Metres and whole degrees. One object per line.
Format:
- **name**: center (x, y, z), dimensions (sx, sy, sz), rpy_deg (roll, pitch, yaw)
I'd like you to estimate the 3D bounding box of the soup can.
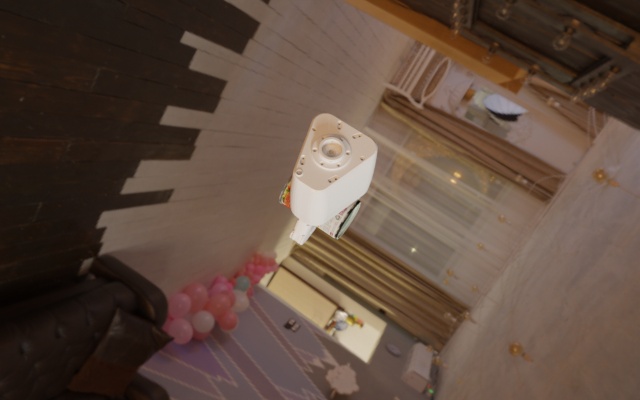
- **soup can**: center (0.000, 0.003, 0.703), dimensions (0.102, 0.068, 0.068), rpy_deg (33, 7, 11)
